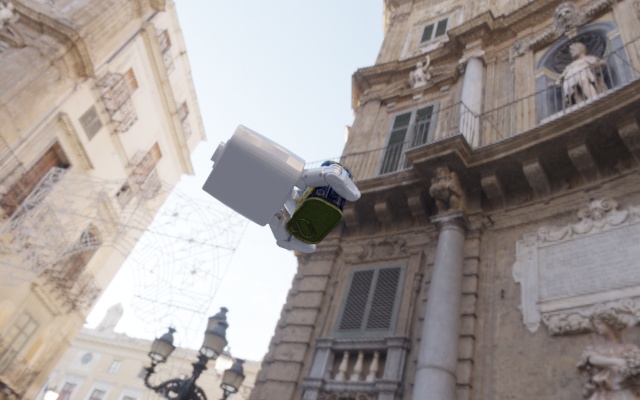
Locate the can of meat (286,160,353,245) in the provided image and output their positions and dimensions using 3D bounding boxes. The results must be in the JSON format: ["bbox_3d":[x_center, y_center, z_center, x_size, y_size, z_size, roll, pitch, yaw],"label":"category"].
[{"bbox_3d":[0.000,0.002,0.698,0.057,0.084,0.102,29,-41,-10],"label":"can of meat"}]
